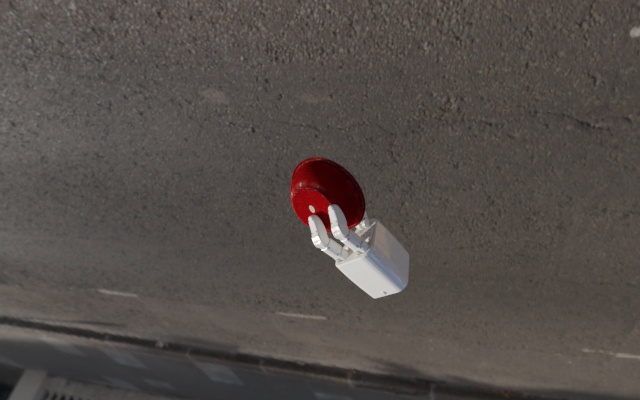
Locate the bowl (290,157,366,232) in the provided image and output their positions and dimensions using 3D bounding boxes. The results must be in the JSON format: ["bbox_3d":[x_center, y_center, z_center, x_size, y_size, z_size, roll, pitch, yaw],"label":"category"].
[{"bbox_3d":[-0.001,0.002,0.888,0.162,0.162,0.055,0,31,37],"label":"bowl"}]
